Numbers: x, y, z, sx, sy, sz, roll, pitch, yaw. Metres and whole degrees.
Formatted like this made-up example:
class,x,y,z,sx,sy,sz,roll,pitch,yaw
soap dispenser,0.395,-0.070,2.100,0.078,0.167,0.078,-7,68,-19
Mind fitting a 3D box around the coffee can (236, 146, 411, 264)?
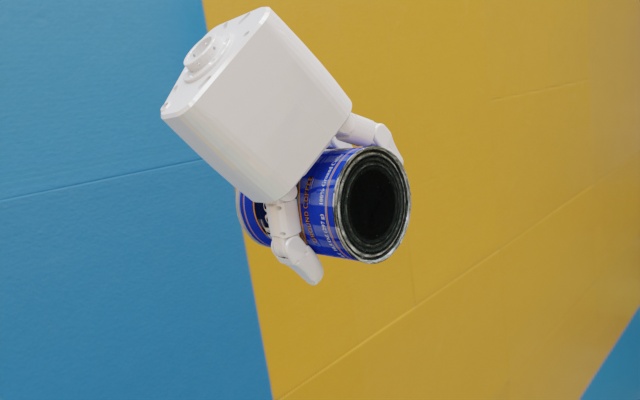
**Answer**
class,x,y,z,sx,sy,sz,roll,pitch,yaw
coffee can,0.000,0.002,0.461,0.103,0.103,0.140,0,2,-44
